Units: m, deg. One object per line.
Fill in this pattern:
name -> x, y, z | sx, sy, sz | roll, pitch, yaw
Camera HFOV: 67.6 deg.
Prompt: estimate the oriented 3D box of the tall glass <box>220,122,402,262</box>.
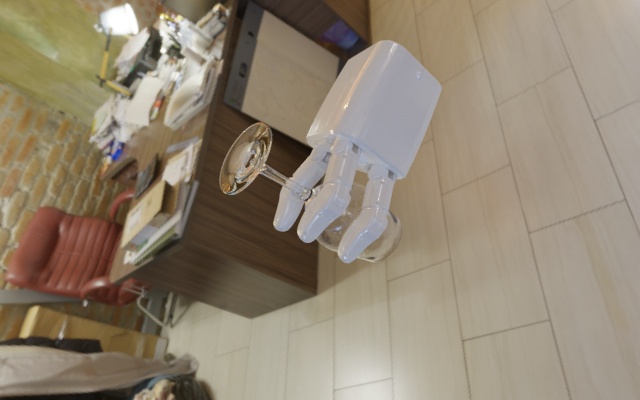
tall glass -> -0.001, 0.001, 0.494 | 0.201, 0.079, 0.079 | 31, -19, -36
